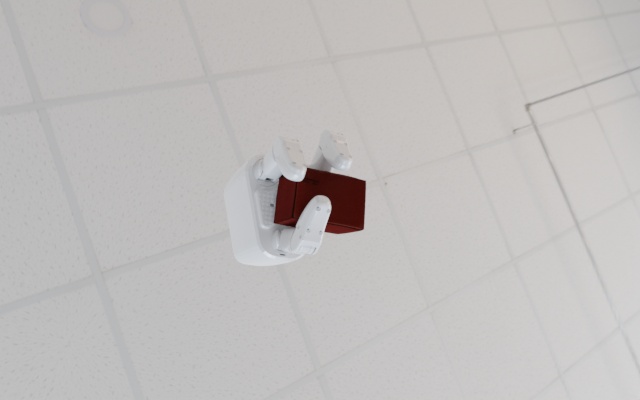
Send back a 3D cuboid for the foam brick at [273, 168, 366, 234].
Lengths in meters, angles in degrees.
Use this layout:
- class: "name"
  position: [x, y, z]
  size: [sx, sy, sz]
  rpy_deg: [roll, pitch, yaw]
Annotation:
- class: "foam brick"
  position: [0.000, 0.002, 0.483]
  size: [0.078, 0.053, 0.051]
  rpy_deg: [12, -14, -24]
